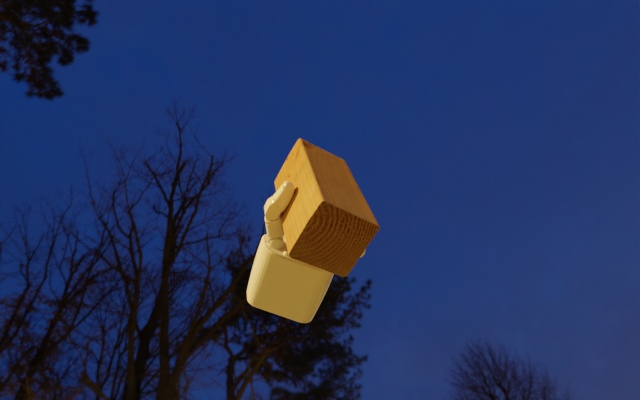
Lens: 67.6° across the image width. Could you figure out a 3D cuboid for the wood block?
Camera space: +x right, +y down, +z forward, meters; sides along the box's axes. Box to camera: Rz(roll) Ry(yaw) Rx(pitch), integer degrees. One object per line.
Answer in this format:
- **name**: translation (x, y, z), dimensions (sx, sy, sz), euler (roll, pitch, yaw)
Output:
- **wood block**: translation (0.000, 0.002, 0.686), dimensions (0.091, 0.090, 0.206), euler (23, 22, -22)
